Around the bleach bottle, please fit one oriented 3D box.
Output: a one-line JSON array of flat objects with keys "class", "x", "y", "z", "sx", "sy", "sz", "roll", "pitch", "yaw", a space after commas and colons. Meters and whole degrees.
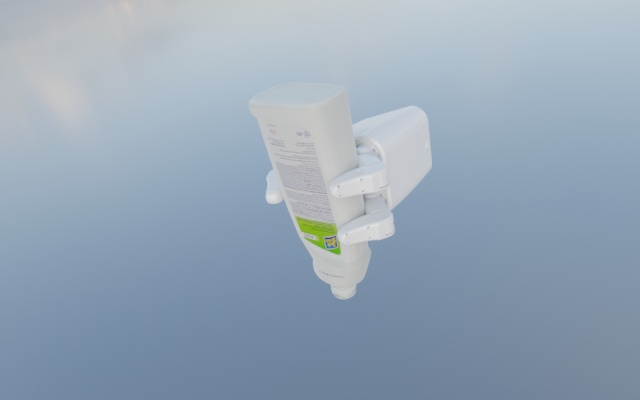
[{"class": "bleach bottle", "x": 0.000, "y": 0.002, "z": 0.528, "sx": 0.102, "sy": 0.251, "sz": 0.068, "roll": 14, "pitch": 38, "yaw": 39}]
